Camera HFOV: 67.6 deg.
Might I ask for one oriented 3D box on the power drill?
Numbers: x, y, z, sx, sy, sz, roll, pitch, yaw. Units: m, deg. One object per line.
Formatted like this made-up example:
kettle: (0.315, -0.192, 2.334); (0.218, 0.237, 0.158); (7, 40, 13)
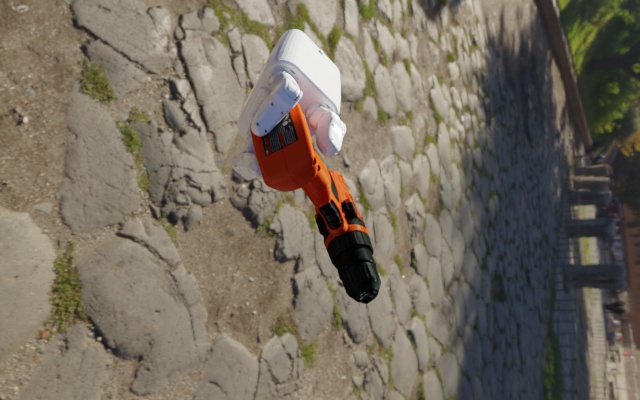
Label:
power drill: (0.000, 0.001, 0.508); (0.057, 0.184, 0.188); (-27, -41, 7)
